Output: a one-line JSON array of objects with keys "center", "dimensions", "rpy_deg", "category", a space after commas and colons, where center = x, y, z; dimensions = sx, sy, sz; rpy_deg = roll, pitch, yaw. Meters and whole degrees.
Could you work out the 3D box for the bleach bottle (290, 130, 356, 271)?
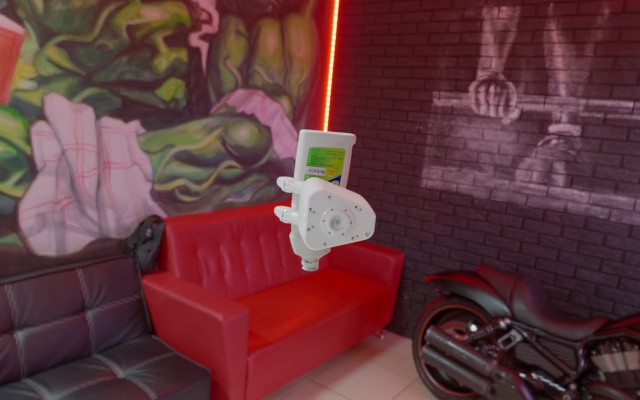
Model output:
[{"center": [0.000, 0.003, 0.858], "dimensions": [0.102, 0.251, 0.068], "rpy_deg": [4, 10, -7], "category": "bleach bottle"}]
